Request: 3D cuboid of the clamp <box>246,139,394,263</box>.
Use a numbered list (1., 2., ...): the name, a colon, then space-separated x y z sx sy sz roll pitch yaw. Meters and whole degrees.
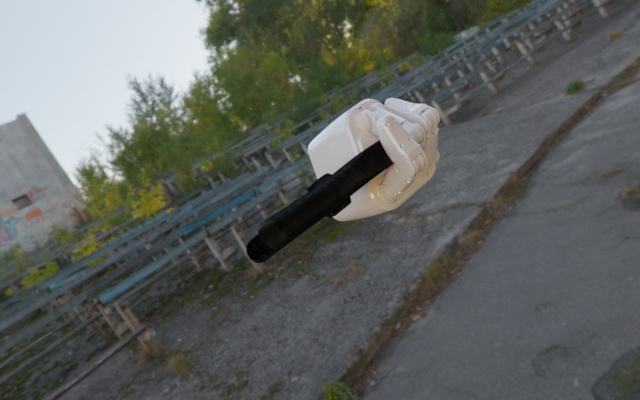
1. clamp: 0.000 0.001 0.442 0.171 0.039 0.120 -34 3 -27
